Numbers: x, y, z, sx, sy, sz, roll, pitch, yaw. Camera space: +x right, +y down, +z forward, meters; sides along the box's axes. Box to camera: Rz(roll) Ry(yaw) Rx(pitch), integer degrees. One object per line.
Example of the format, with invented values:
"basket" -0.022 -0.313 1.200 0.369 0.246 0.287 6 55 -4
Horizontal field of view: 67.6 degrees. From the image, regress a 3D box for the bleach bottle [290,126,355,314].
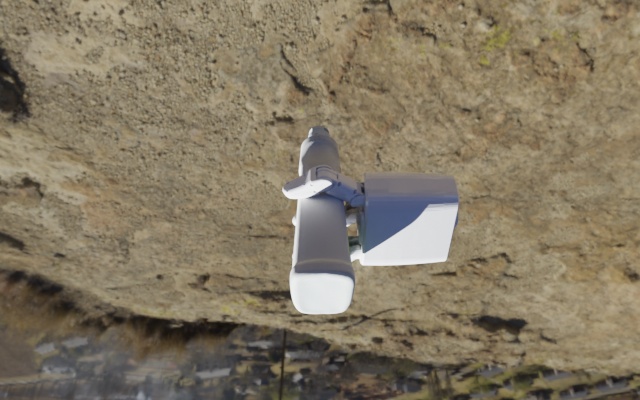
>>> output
"bleach bottle" 0.000 0.002 0.577 0.068 0.250 0.103 0 -37 -1
